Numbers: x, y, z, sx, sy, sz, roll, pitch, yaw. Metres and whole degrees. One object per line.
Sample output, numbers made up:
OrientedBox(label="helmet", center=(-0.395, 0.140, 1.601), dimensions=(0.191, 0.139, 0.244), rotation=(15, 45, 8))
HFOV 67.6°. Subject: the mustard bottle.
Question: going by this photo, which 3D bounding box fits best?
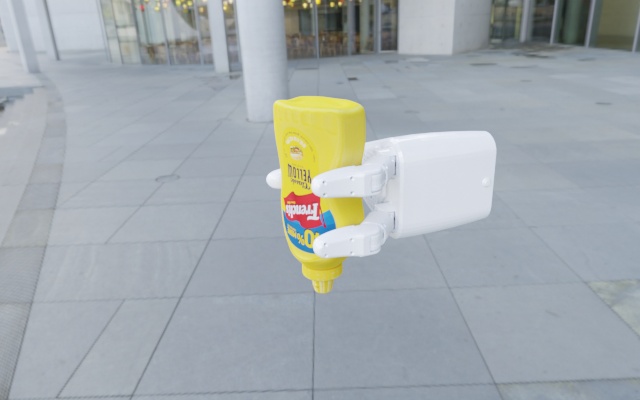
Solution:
OrientedBox(label="mustard bottle", center=(0.000, 0.001, 0.456), dimensions=(0.058, 0.192, 0.096), rotation=(-20, 27, -39))
